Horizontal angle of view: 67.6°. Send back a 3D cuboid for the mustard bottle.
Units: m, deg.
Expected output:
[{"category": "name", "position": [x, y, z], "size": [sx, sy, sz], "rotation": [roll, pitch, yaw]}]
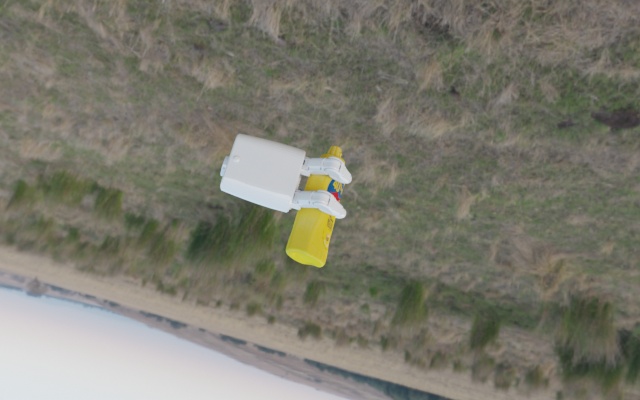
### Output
[{"category": "mustard bottle", "position": [0.000, 0.003, 0.751], "size": [0.058, 0.191, 0.096], "rotation": [9, -18, 19]}]
